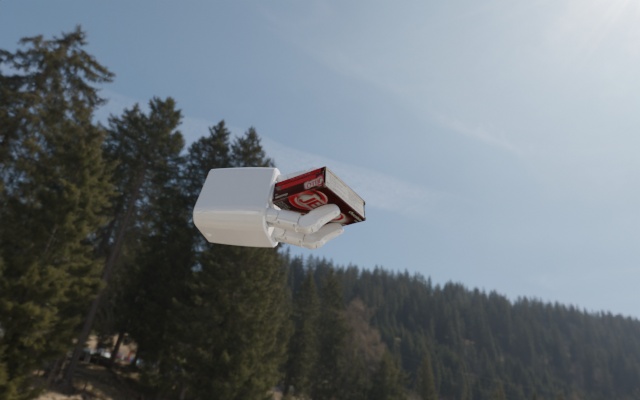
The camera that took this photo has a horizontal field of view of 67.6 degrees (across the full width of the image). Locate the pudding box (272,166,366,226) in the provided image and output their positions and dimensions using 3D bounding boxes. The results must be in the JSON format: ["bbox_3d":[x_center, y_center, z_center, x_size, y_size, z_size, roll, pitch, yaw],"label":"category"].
[{"bbox_3d":[0.000,0.002,0.689,0.090,0.039,0.113,-16,-33,31],"label":"pudding box"}]
